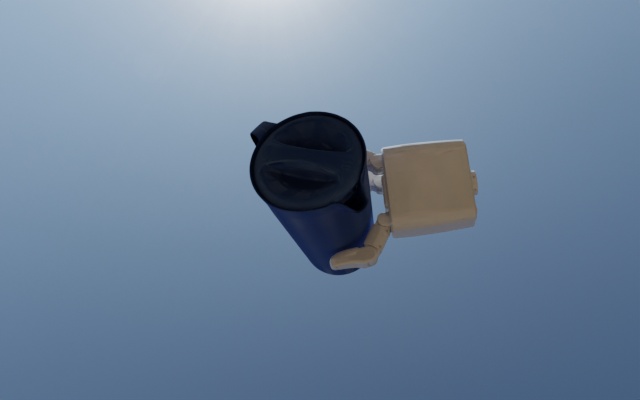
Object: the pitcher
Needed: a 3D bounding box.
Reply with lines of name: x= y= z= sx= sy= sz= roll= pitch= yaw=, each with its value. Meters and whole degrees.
pitcher: x=0.000 y=0.002 z=0.628 sx=0.145 sy=0.149 sz=0.243 roll=-7 pitch=-30 yaw=9
